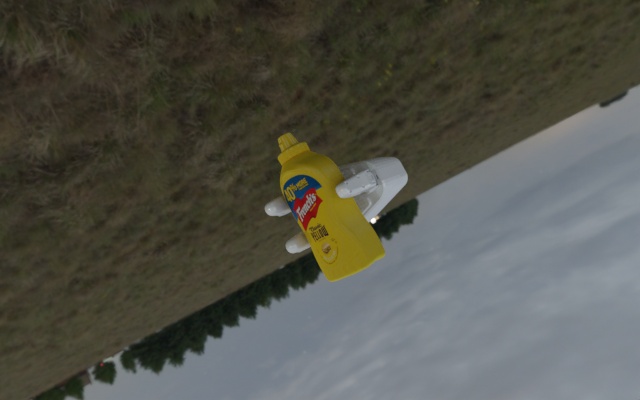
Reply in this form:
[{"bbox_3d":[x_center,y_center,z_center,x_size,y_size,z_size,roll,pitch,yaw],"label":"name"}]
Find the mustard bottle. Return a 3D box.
[{"bbox_3d":[0.000,0.002,0.595,0.058,0.191,0.096,-25,-5,-36],"label":"mustard bottle"}]
